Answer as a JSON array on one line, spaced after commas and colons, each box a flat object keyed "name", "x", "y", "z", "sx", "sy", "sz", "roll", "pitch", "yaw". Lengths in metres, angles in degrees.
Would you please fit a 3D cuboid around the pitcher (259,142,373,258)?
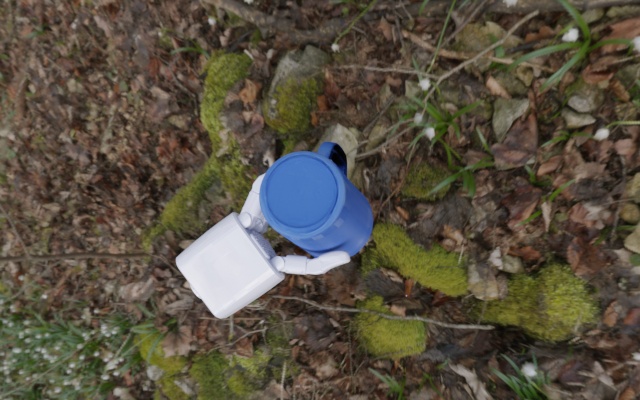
[{"name": "pitcher", "x": 0.000, "y": 0.002, "z": 0.680, "sx": 0.145, "sy": 0.149, "sz": 0.243, "roll": -35, "pitch": -15, "yaw": 3}]
